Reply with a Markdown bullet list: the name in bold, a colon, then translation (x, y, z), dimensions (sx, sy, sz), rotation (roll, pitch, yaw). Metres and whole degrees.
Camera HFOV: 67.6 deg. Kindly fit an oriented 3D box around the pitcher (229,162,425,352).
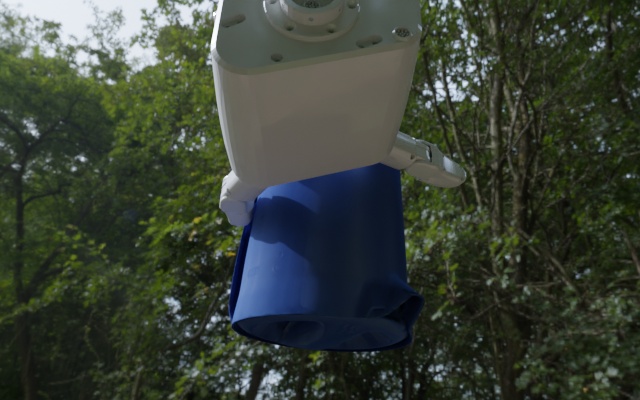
- **pitcher**: translation (0.000, 0.001, 0.409), dimensions (0.149, 0.242, 0.145), rotation (5, -27, 0)
